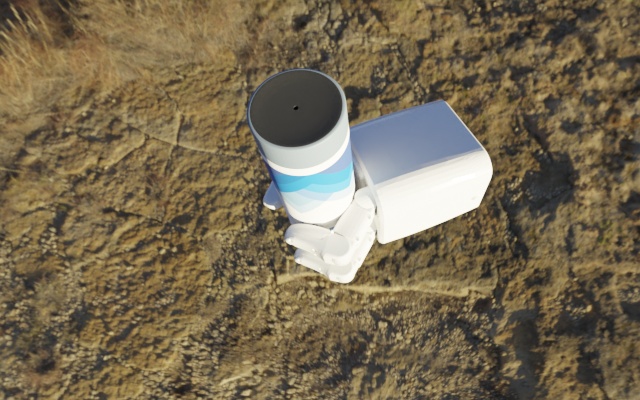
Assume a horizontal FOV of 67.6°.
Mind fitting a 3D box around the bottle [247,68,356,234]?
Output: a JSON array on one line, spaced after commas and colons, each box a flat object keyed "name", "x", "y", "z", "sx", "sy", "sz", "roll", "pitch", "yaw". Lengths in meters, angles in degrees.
[{"name": "bottle", "x": 0.000, "y": 0.001, "z": 0.445, "sx": 0.069, "sy": 0.069, "sz": 0.296, "roll": 0, "pitch": -25, "yaw": 7}]
